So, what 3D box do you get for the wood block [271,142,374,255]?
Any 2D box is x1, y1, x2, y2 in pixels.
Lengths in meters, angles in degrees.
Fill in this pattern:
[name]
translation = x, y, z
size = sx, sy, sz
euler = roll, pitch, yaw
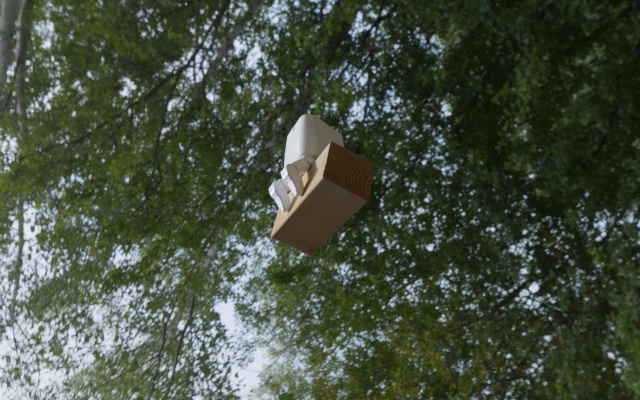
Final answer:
[wood block]
translation = 0.000, 0.003, 0.863
size = 0.091, 0.090, 0.206
euler = 26, -42, -15
